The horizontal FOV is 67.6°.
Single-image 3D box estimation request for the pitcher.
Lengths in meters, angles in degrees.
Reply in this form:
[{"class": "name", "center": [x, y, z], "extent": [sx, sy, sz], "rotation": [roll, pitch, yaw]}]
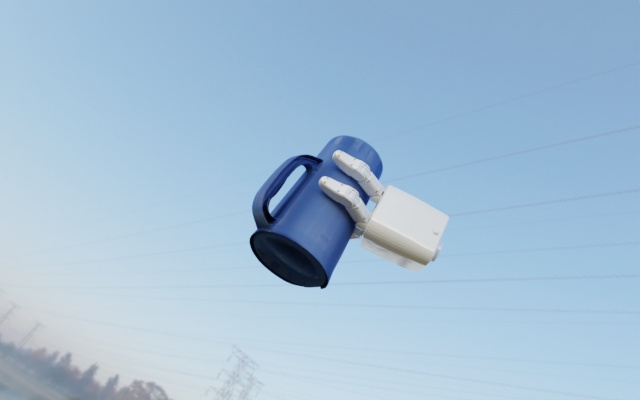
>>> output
[{"class": "pitcher", "center": [0.000, 0.003, 0.749], "extent": [0.145, 0.242, 0.149], "rotation": [27, -33, 9]}]
